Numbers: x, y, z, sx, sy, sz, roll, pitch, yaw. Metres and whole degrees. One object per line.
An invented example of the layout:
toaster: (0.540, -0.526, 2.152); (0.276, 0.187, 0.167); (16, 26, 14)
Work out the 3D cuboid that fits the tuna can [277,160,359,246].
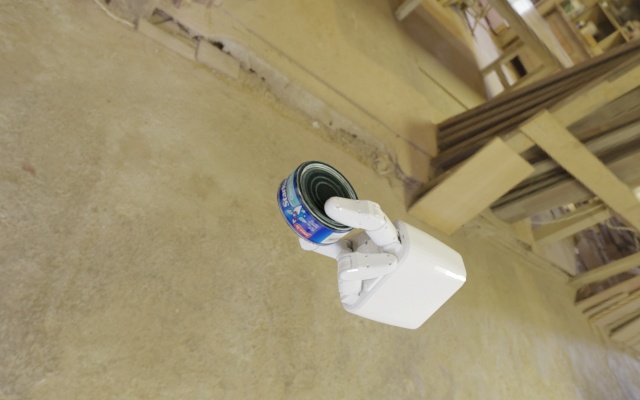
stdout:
tuna can: (0.000, 0.001, 0.491); (0.086, 0.086, 0.034); (0, -30, -44)
